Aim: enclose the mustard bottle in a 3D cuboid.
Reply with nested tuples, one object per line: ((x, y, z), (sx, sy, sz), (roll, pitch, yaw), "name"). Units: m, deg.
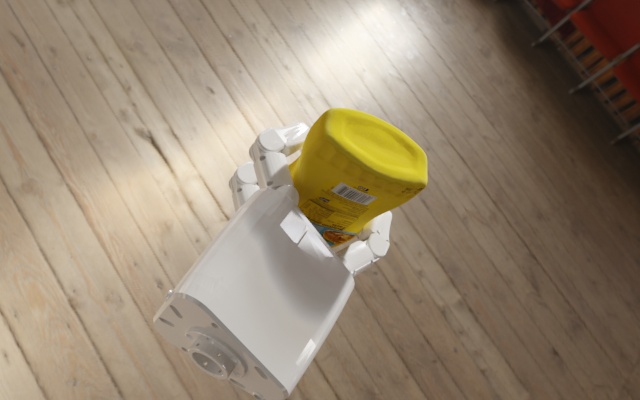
((0.000, 0.001, 0.425), (0.096, 0.058, 0.192), (21, -36, -21), "mustard bottle")
